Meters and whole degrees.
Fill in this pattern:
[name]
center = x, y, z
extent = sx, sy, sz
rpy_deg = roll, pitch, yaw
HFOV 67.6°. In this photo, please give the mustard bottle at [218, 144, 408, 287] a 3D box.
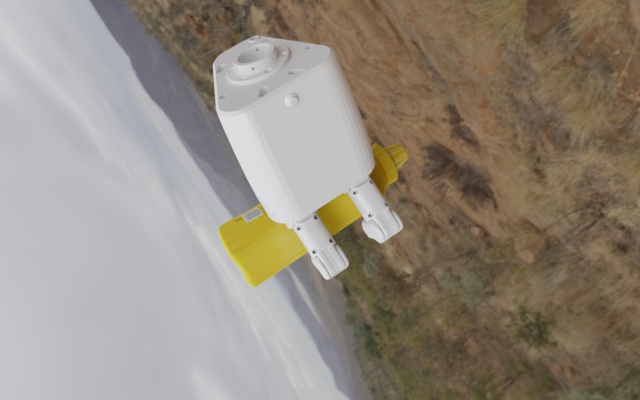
[mustard bottle]
center = 0.000, 0.002, 0.448
extent = 0.191, 0.058, 0.096
rpy_deg = -33, 17, -9
